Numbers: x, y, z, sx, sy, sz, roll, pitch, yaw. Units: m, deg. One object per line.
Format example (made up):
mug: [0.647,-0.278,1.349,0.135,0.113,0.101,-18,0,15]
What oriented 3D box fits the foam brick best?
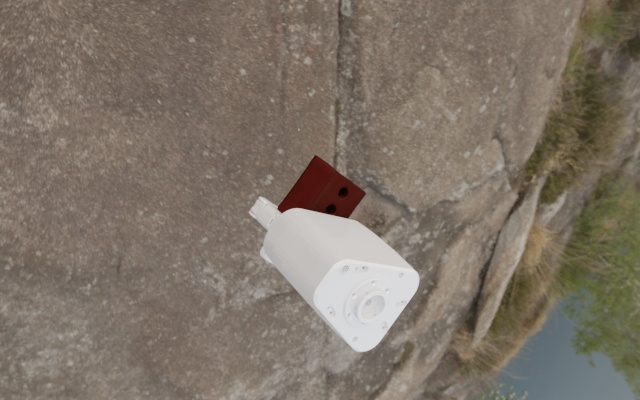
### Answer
foam brick: [0.000,0.001,0.518,0.053,0.078,0.051,34,2,-36]
